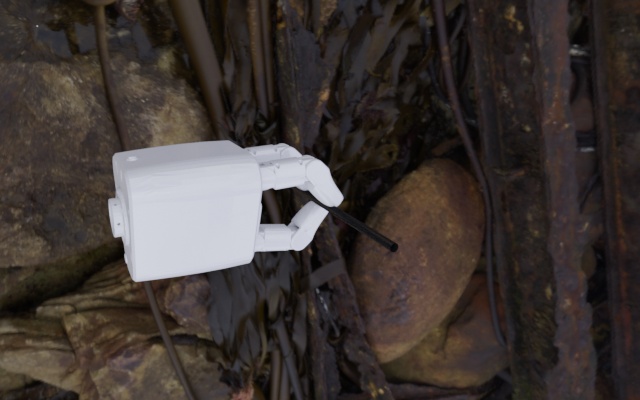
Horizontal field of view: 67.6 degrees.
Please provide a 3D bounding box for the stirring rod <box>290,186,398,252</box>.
[{"bbox_3d":[0.000,0.002,0.477,0.011,0.011,0.239,0,17,-31],"label":"stirring rod"}]
